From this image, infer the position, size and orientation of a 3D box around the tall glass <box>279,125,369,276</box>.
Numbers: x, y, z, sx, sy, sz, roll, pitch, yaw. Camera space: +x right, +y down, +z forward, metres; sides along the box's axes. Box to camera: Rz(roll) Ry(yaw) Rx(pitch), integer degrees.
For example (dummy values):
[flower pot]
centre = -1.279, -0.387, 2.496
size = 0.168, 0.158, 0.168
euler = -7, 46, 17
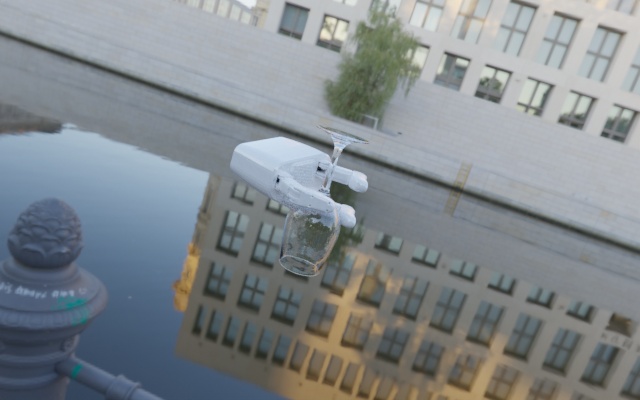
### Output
[tall glass]
centre = 0.000, 0.002, 0.664
size = 0.079, 0.201, 0.079
euler = 17, 13, -4
